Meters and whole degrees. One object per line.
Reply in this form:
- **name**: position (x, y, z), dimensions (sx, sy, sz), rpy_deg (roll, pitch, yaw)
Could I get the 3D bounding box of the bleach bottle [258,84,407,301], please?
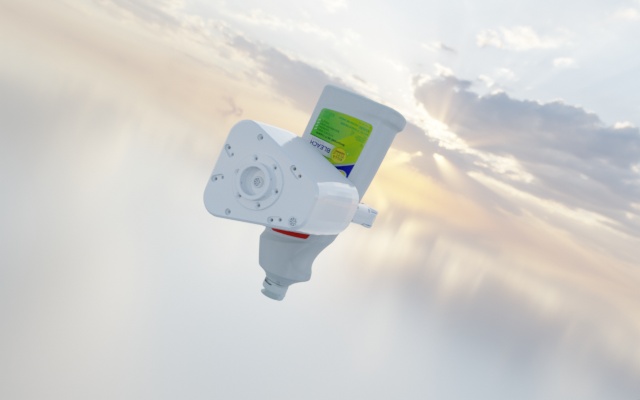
- **bleach bottle**: position (0.000, 0.002, 0.549), dimensions (0.102, 0.251, 0.068), rpy_deg (26, 7, 21)
